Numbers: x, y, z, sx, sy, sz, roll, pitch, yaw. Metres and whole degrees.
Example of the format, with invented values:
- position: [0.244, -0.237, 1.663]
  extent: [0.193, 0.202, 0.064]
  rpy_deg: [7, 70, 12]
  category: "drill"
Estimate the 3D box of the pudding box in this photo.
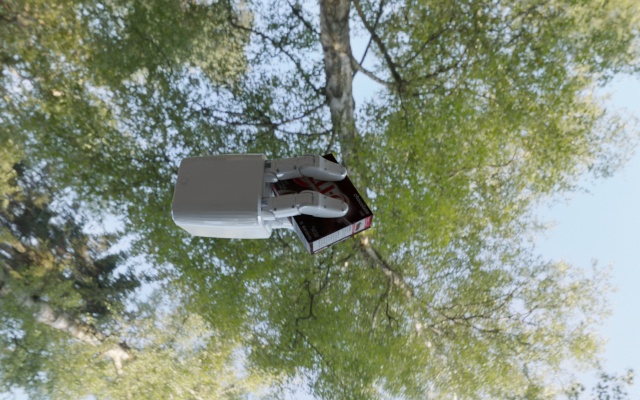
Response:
- position: [0.000, 0.002, 0.605]
  extent: [0.090, 0.113, 0.039]
  rpy_deg: [-24, -28, -15]
  category: "pudding box"
